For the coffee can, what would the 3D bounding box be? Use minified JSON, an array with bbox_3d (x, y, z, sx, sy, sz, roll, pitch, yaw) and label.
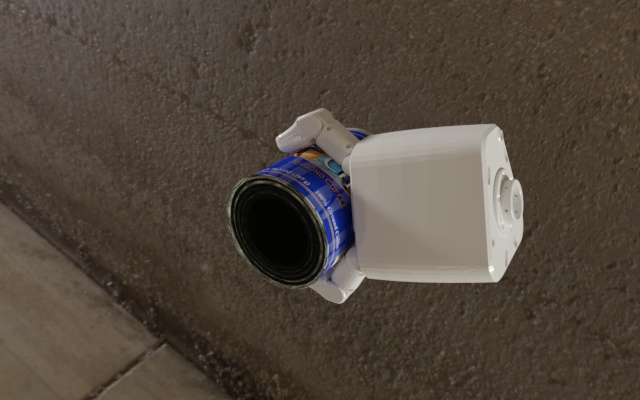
[{"bbox_3d":[0.000,0.001,0.437,0.103,0.103,0.140,0,22,36],"label":"coffee can"}]
